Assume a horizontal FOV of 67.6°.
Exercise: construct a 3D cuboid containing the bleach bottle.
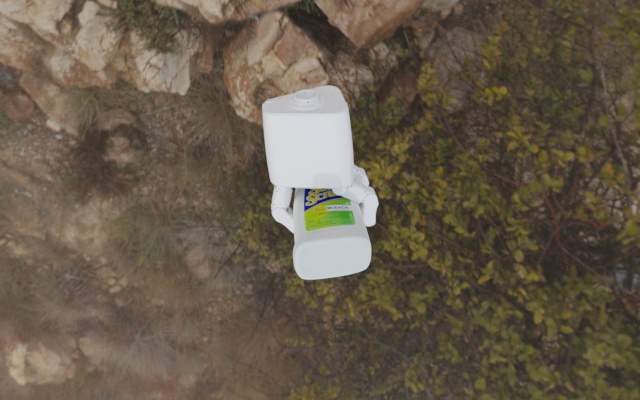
[{"bbox_3d":[0.000,0.002,0.694,0.102,0.068,0.250,-6,35,-6],"label":"bleach bottle"}]
